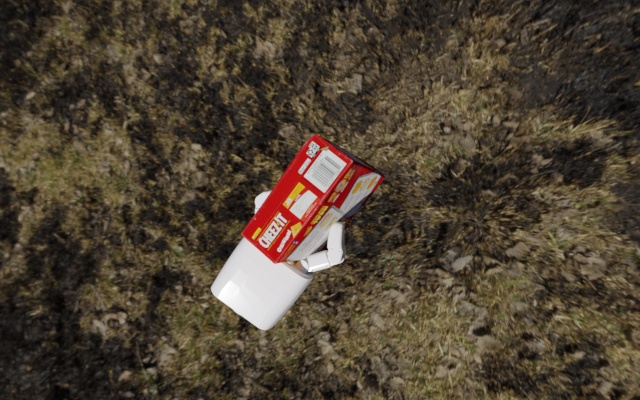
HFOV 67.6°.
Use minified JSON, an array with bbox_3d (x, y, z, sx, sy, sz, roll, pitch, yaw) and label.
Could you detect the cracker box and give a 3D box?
[{"bbox_3d":[0.000,0.002,0.687,0.072,0.164,0.214,39,9,16],"label":"cracker box"}]
